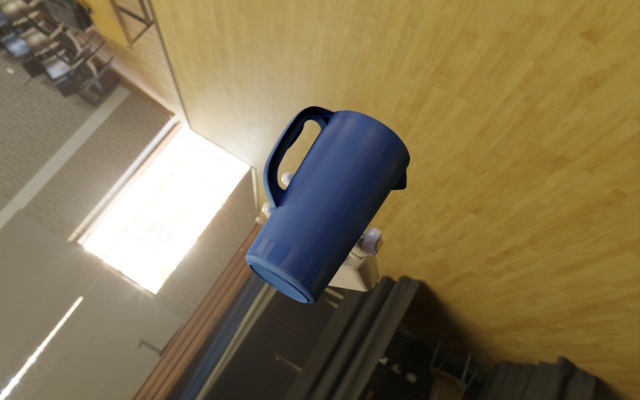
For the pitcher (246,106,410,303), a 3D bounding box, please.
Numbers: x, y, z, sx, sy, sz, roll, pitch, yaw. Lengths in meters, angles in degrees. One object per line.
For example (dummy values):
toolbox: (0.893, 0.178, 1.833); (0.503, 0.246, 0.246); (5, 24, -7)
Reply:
pitcher: (0.000, 0.002, 0.635); (0.149, 0.242, 0.145); (23, -22, 26)
